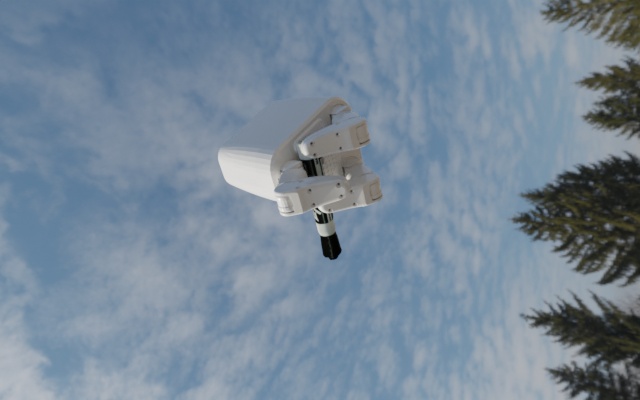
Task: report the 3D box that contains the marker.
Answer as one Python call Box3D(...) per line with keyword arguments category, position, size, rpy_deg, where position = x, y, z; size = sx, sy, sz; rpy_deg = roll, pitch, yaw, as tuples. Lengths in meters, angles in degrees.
Box3D(category="marker", position=(0.000, 0.001, 0.441), size=(0.020, 0.121, 0.020), rpy_deg=(-11, 23, 5))
